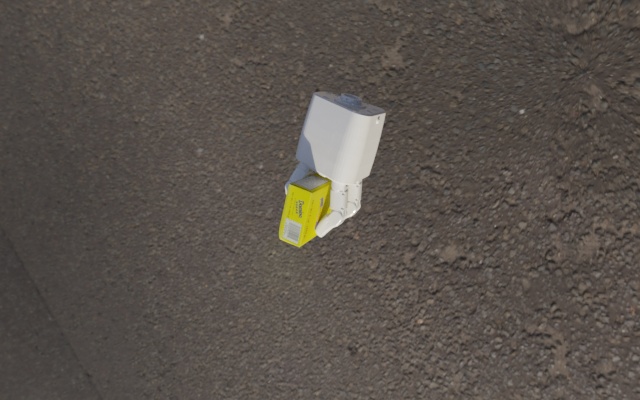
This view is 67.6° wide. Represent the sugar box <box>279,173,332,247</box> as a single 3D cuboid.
[{"bbox_3d":[0.001,0.003,0.773,0.048,0.093,0.176,23,24,22],"label":"sugar box"}]
